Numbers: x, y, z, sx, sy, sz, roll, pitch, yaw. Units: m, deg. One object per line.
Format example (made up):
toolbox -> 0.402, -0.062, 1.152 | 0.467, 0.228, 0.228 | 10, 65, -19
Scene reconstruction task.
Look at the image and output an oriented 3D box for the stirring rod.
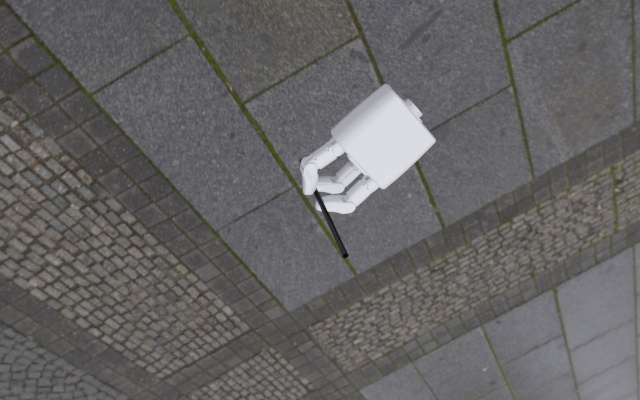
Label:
stirring rod -> 0.000, 0.002, 0.701 | 0.011, 0.011, 0.239 | 0, 35, -19
